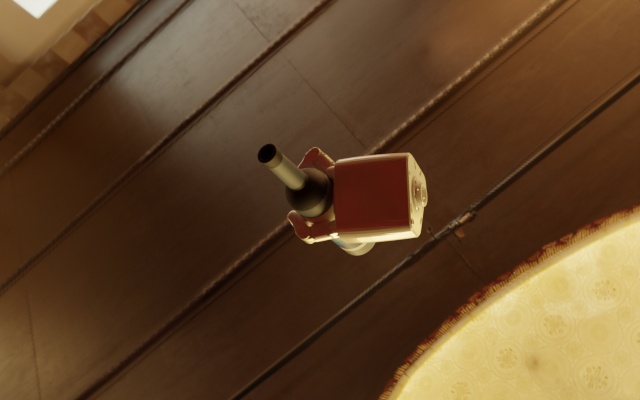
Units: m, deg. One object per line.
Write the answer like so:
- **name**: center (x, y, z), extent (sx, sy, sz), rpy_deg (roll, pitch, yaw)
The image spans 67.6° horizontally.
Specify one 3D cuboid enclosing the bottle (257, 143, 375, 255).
- **bottle**: center (0.000, 0.002, 0.695), extent (0.069, 0.069, 0.296), rpy_deg (0, -24, 29)
